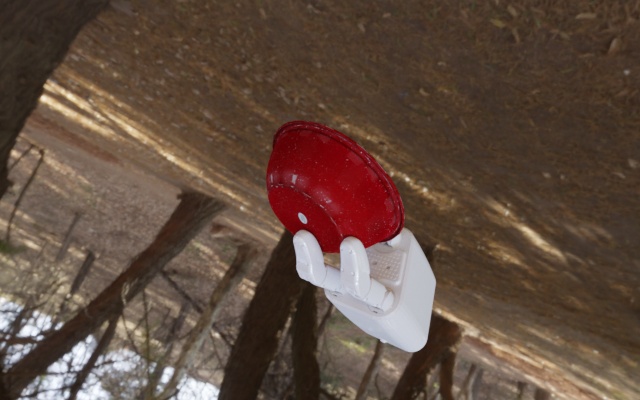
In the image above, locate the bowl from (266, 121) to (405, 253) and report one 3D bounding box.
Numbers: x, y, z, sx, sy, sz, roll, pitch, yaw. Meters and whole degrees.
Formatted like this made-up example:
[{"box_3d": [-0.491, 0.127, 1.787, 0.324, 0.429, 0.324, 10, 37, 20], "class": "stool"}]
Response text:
[{"box_3d": [-0.001, 0.001, 0.474, 0.162, 0.162, 0.055, 0, 41, 52], "class": "bowl"}]
